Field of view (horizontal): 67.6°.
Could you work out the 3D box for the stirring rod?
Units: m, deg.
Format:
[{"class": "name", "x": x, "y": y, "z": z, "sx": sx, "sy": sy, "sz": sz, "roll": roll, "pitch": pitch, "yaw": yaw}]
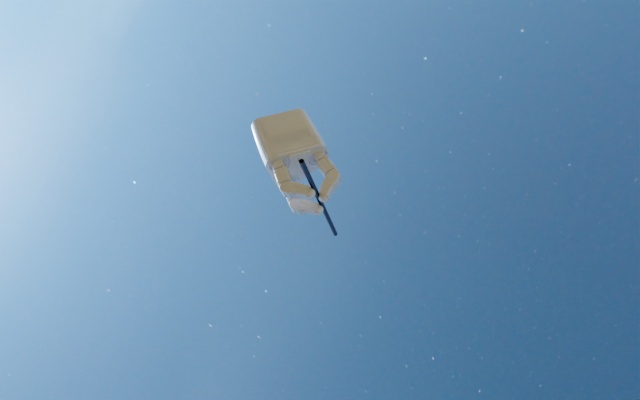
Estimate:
[{"class": "stirring rod", "x": 0.000, "y": 0.003, "z": 0.803, "sx": 0.011, "sy": 0.011, "sz": 0.240, "roll": 0, "pitch": -30, "yaw": 16}]
